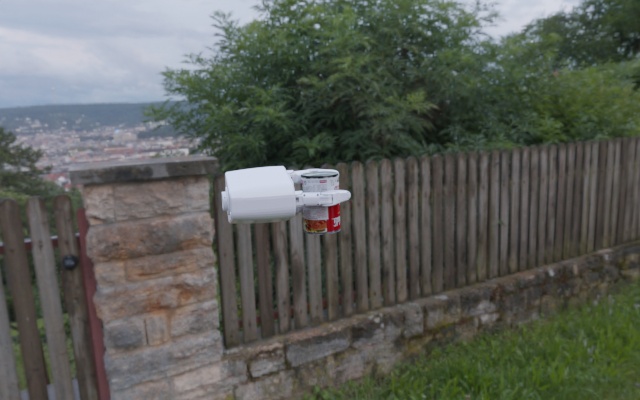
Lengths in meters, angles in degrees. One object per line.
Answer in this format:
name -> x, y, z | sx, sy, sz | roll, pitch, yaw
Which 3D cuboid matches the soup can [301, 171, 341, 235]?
soup can -> 0.001, 0.002, 0.842 | 0.068, 0.102, 0.068 | -2, 11, 0
